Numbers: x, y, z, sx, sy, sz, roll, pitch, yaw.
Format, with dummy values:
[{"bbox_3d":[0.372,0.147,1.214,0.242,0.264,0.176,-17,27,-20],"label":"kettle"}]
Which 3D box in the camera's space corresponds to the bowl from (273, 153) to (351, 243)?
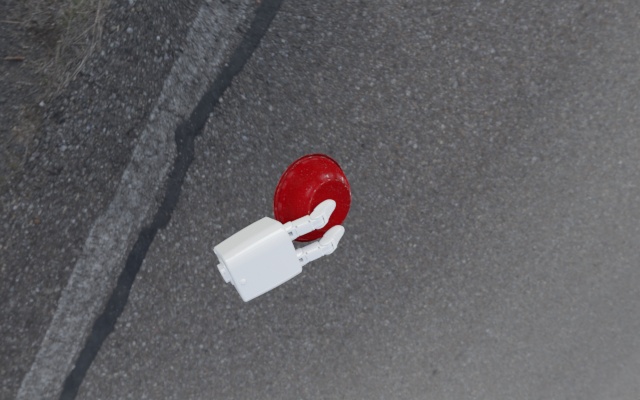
[{"bbox_3d":[0.001,0.002,0.824,0.162,0.162,0.055,0,14,-40],"label":"bowl"}]
